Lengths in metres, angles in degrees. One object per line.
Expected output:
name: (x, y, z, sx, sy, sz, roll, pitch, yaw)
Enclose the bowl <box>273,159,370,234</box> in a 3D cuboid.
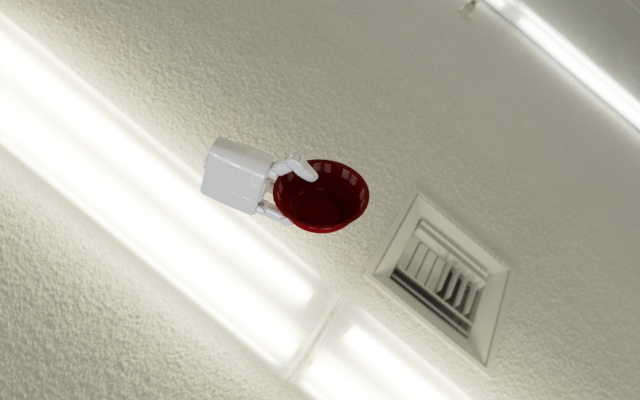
bowl: (0.001, 0.003, 0.809, 0.162, 0.162, 0.055, 0, -44, -3)
